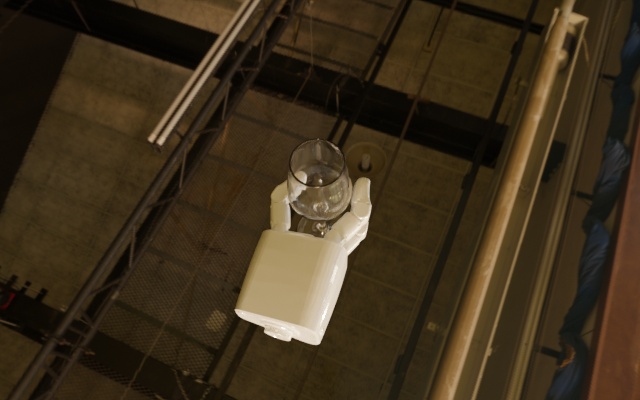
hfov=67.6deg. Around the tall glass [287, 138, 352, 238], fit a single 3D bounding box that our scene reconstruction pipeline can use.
[{"bbox_3d":[0.000,0.002,0.604,0.079,0.079,0.201,0,-26,2],"label":"tall glass"}]
